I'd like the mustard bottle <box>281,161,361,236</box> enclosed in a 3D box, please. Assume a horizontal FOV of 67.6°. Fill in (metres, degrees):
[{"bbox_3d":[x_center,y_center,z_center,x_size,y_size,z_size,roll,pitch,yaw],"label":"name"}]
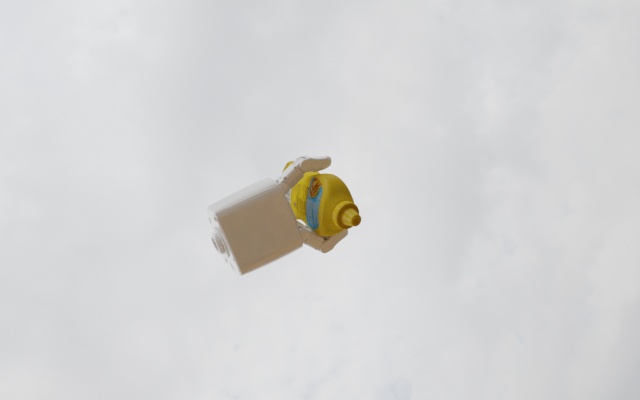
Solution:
[{"bbox_3d":[0.000,0.002,0.746,0.058,0.096,0.191,-1,17,-32],"label":"mustard bottle"}]
